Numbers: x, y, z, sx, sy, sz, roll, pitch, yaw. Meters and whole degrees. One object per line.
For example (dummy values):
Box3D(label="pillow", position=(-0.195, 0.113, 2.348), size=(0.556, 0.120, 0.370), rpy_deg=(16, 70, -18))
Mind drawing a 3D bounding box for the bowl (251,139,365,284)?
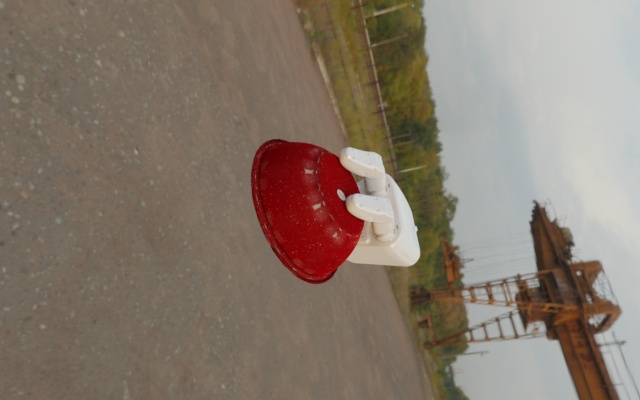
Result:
Box3D(label="bowl", position=(0.000, 0.001, 0.495), size=(0.055, 0.162, 0.162), rpy_deg=(-21, -10, 27))
